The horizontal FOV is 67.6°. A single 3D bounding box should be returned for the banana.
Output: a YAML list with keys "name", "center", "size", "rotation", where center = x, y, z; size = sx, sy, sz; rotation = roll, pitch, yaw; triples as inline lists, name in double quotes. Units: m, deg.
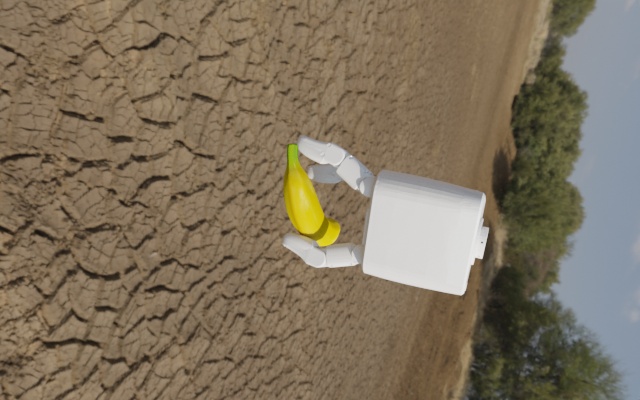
- name: "banana"
  center: [-0.006, 0.016, 0.569]
  size: [0.037, 0.069, 0.198]
  rotation: [10, -26, 20]
